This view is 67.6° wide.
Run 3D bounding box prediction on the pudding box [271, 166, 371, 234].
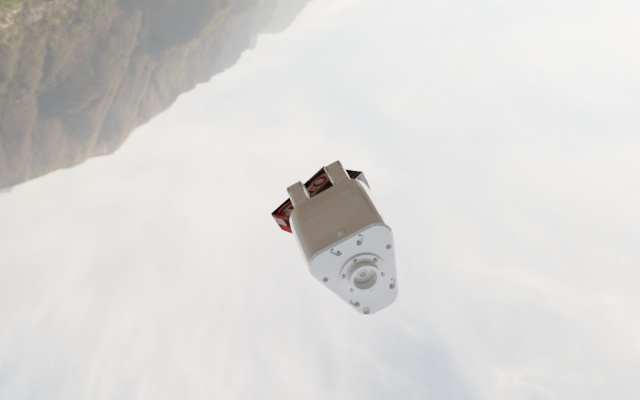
[{"bbox_3d":[0.000,0.002,0.653,0.113,0.039,0.090,-41,30,-23],"label":"pudding box"}]
